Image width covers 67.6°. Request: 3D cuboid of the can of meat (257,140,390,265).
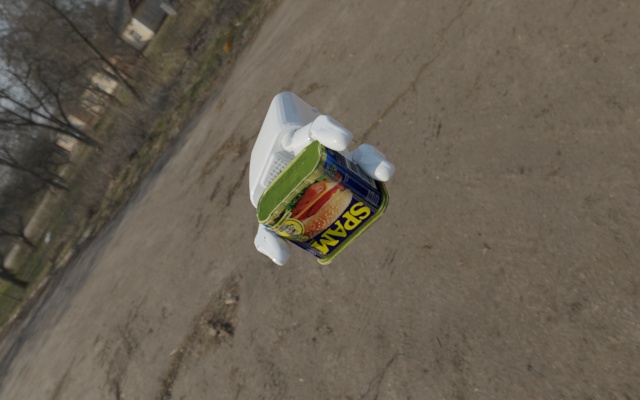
[{"bbox_3d":[0.000,0.001,0.462,0.084,0.102,0.057,34,26,-26],"label":"can of meat"}]
